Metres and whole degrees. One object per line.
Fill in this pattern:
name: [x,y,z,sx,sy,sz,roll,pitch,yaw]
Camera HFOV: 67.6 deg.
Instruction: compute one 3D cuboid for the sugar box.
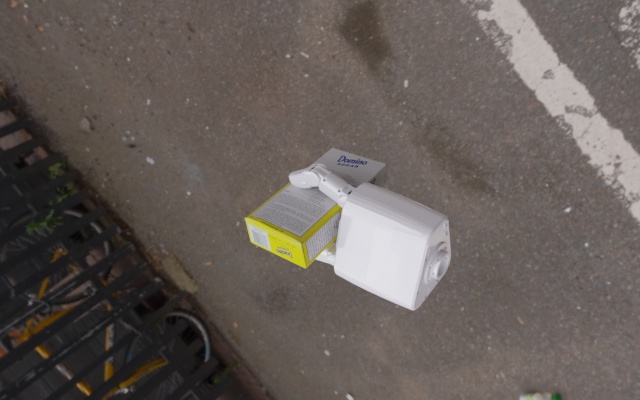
sugar box: [0.000,0.003,0.599,0.093,0.048,0.176,21,44,34]
